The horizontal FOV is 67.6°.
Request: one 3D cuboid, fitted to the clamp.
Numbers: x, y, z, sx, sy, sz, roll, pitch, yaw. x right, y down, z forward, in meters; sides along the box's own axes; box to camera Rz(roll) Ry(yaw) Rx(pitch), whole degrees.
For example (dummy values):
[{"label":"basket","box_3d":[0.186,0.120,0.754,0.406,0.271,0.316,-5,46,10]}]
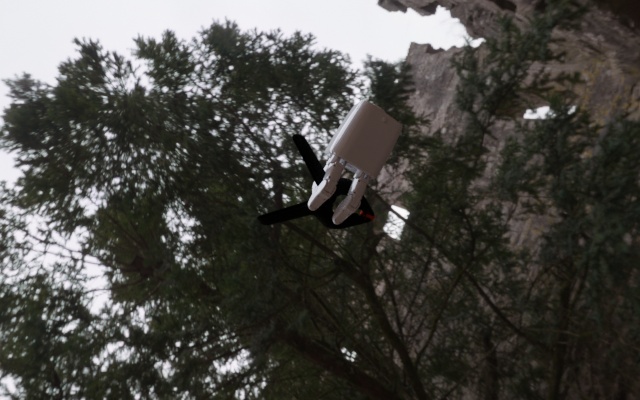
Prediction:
[{"label":"clamp","box_3d":[0.000,0.003,0.844,0.210,0.164,0.036,30,2,-24]}]
